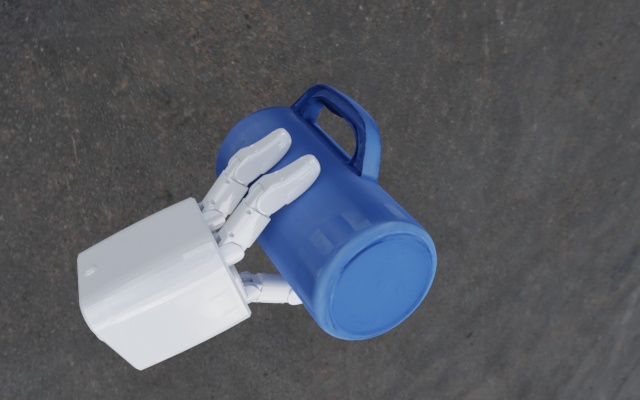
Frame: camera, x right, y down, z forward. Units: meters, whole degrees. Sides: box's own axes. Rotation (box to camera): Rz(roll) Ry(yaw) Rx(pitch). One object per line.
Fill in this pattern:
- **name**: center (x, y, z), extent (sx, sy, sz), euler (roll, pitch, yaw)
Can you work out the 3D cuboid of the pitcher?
- **pitcher**: center (0.000, 0.002, 0.443), extent (0.145, 0.149, 0.242), euler (-25, 36, -14)
